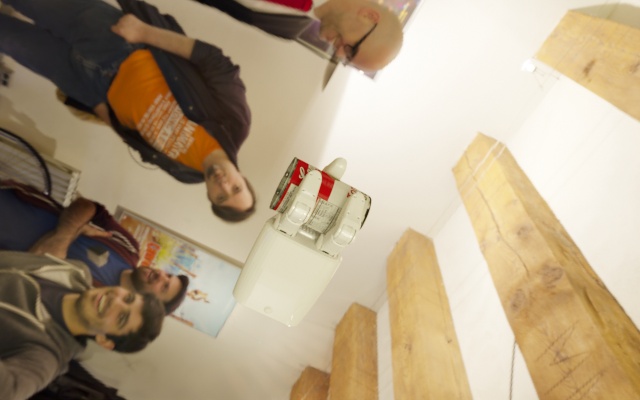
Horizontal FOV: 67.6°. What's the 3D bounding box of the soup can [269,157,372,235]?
[{"bbox_3d":[0.001,0.002,0.562,0.102,0.068,0.068,27,-5,-9],"label":"soup can"}]
